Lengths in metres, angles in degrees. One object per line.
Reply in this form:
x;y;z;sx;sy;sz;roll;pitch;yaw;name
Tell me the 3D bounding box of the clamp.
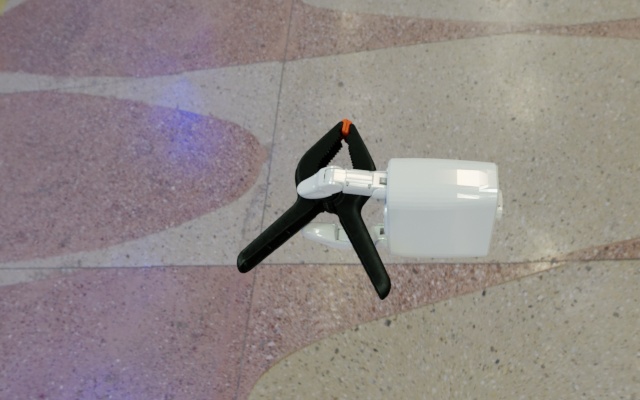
0.000;0.001;0.532;0.164;0.210;0.036;3;-26;9;clamp
